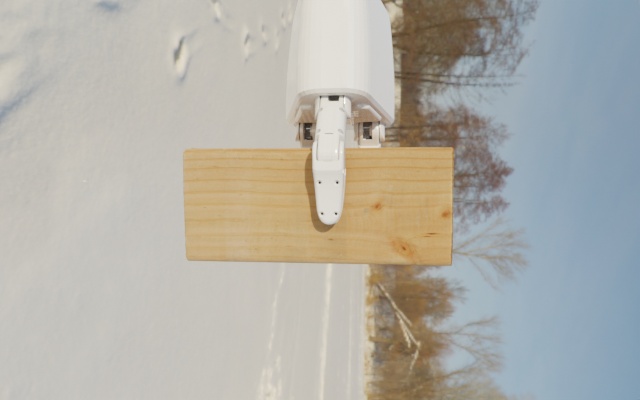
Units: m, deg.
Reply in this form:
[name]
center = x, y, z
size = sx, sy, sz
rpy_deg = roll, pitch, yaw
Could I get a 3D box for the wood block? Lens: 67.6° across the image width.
[wood block]
center = 0.000, 0.001, 0.404
size = 0.206, 0.090, 0.091
rpy_deg = 0, 5, 6
